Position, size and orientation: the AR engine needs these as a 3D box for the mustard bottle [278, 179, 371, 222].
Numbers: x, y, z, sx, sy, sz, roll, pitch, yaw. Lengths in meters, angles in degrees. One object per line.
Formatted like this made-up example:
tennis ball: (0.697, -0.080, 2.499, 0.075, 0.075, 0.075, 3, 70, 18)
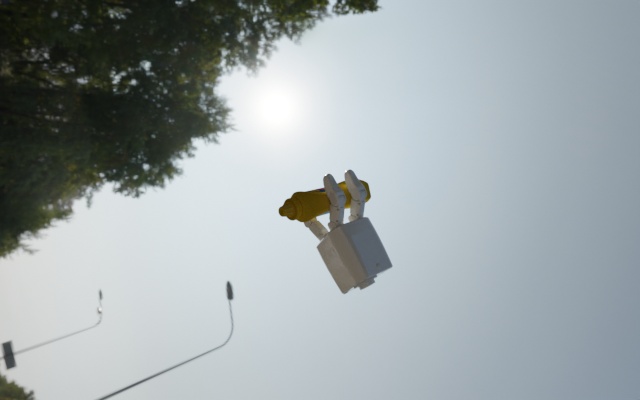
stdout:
mustard bottle: (0.000, 0.003, 0.899, 0.191, 0.058, 0.096, -15, 5, -42)
